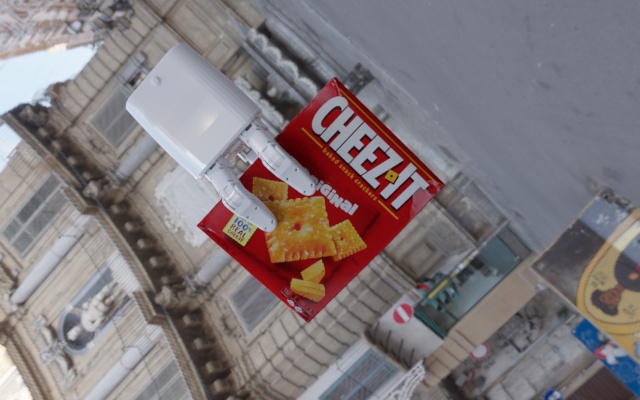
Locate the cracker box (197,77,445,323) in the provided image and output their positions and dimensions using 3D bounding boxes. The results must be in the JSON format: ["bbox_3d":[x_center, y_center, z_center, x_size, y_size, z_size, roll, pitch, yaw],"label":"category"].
[{"bbox_3d":[0.000,0.002,0.522,0.164,0.214,0.072,43,8,-5],"label":"cracker box"}]
